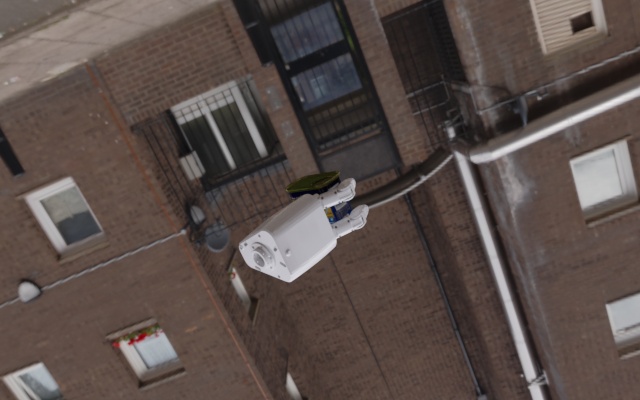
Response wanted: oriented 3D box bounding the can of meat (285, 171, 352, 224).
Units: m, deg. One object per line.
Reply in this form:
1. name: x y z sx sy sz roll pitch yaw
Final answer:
1. can of meat: 0.000 0.003 0.812 0.102 0.084 0.057 -6 23 44
